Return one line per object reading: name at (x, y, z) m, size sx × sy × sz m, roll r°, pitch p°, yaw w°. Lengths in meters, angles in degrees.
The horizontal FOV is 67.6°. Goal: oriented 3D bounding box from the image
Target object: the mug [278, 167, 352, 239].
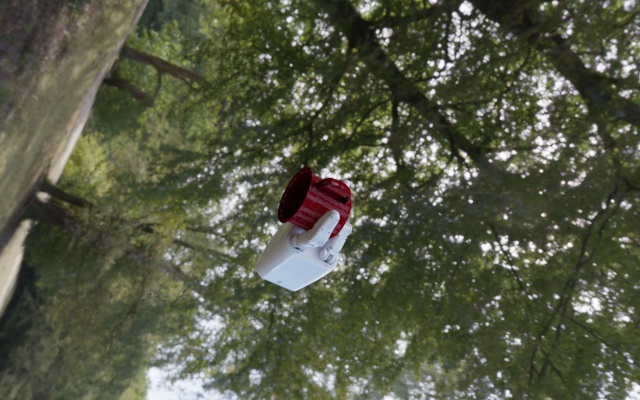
mug at (0.001, 0.002, 0.719) m, size 0.081 × 0.093 × 0.117 m, roll 27°, pitch -42°, yaw -24°
